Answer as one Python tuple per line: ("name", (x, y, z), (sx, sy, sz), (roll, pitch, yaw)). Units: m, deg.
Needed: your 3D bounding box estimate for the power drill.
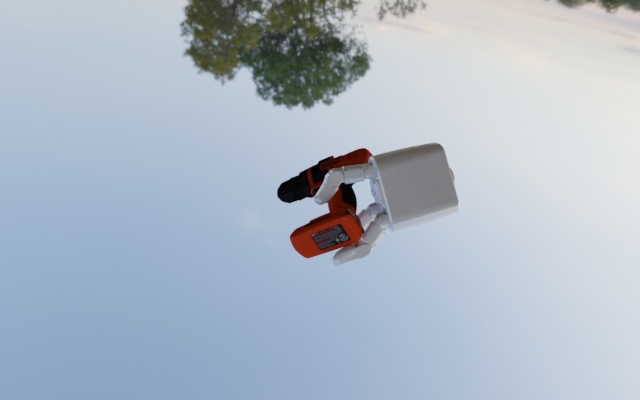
("power drill", (0.000, 0.003, 0.764), (0.184, 0.057, 0.187), (-23, 35, 22))
